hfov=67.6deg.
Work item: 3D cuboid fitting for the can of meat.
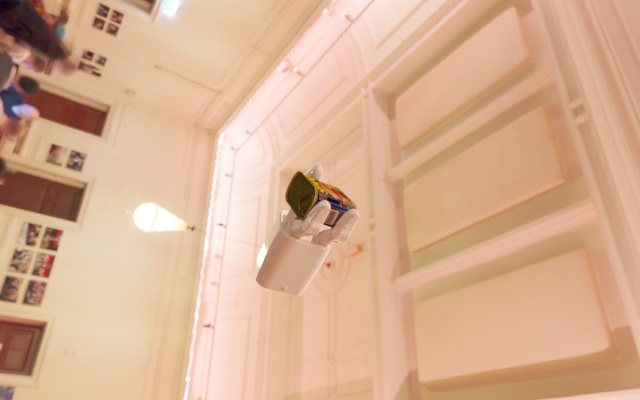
[{"bbox_3d":[0.000,0.003,0.786,0.084,0.057,0.102,20,15,-29],"label":"can of meat"}]
